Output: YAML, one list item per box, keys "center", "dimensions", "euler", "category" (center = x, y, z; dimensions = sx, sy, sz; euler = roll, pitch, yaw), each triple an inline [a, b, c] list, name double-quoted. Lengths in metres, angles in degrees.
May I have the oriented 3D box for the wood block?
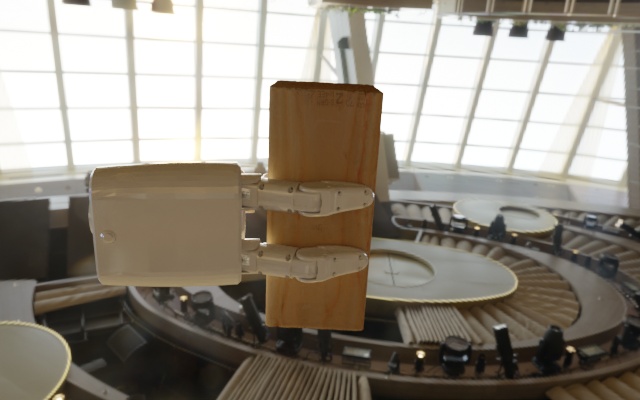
- center: [0.000, 0.001, 0.430]
  dimensions: [0.090, 0.206, 0.090]
  euler: [3, 18, -1]
  category: "wood block"
